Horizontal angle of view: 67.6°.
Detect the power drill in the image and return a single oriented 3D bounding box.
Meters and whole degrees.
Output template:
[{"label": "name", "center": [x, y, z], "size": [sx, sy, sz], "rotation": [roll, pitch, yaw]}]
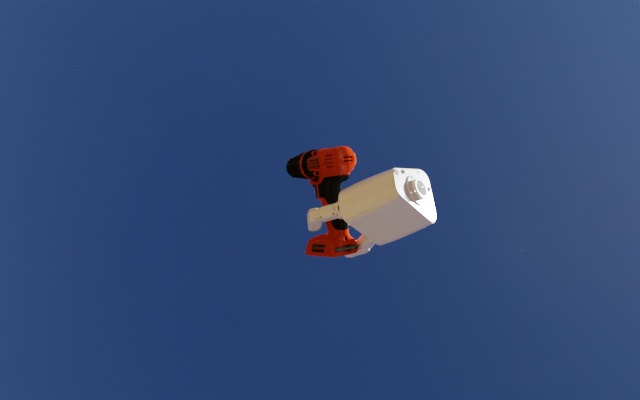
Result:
[{"label": "power drill", "center": [0.000, 0.003, 0.842], "size": [0.057, 0.187, 0.184], "rotation": [-9, 3, -32]}]
